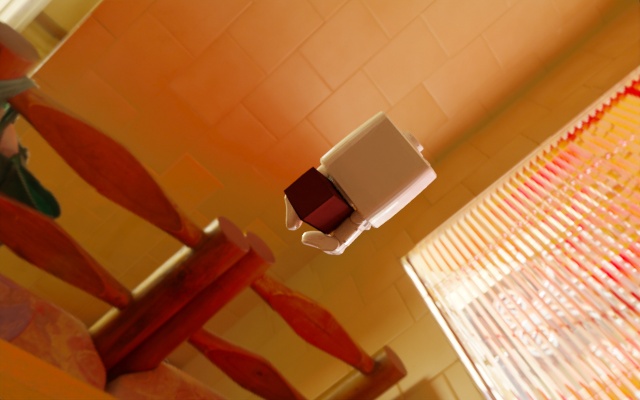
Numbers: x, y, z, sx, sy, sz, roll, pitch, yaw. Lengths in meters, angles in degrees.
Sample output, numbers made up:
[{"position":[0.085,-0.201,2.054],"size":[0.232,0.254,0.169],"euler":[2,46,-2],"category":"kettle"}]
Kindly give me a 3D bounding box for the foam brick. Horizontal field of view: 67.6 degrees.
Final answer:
[{"position":[0.000,0.002,0.613],"size":[0.051,0.053,0.078],"euler":[-39,-30,10],"category":"foam brick"}]
